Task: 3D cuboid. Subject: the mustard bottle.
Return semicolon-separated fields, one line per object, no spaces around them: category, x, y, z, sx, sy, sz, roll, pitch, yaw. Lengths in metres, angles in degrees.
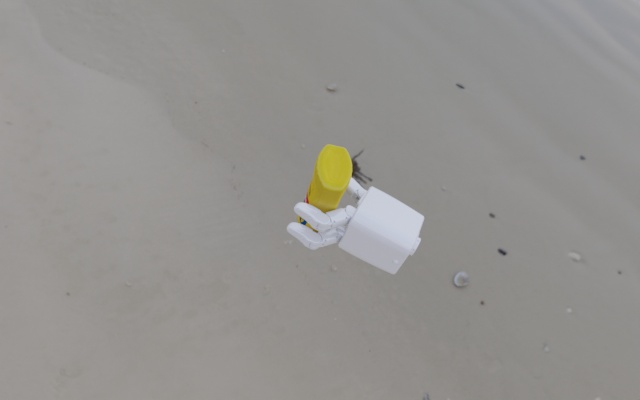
mustard bottle;0.000;0.002;0.802;0.058;0.096;0.192;11;-39;-9
